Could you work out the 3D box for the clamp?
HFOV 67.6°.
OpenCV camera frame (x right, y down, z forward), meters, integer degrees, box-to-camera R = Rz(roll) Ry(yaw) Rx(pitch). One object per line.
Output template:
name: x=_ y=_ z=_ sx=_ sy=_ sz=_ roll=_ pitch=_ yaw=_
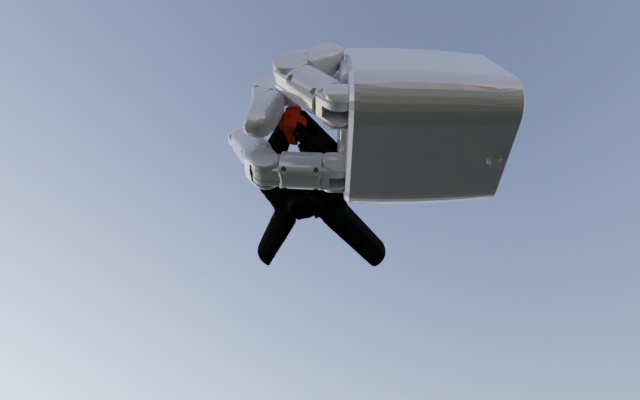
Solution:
clamp: x=0.000 y=0.001 z=0.404 sx=0.120 sy=0.039 sz=0.172 roll=1 pitch=-44 yaw=1
